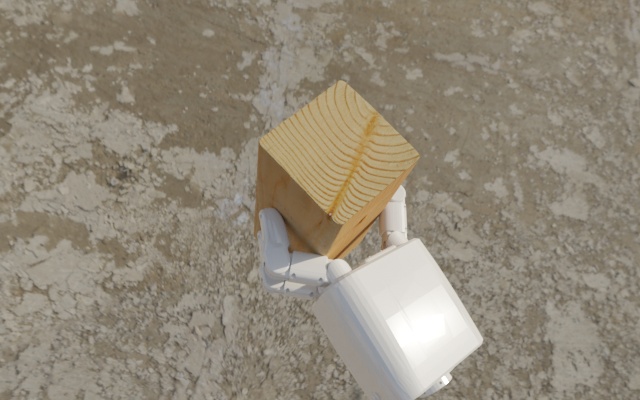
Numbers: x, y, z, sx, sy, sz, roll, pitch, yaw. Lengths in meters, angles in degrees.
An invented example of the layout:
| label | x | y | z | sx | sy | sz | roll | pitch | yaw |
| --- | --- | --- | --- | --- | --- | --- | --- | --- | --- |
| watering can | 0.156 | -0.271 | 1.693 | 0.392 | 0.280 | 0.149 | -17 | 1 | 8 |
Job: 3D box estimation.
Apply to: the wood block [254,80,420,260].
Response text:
| label | x | y | z | sx | sy | sz | roll | pitch | yaw |
| --- | --- | --- | --- | --- | --- | --- | --- | --- | --- |
| wood block | 0.001 | 0.002 | 0.443 | 0.091 | 0.090 | 0.206 | -39 | -12 | -22 |
